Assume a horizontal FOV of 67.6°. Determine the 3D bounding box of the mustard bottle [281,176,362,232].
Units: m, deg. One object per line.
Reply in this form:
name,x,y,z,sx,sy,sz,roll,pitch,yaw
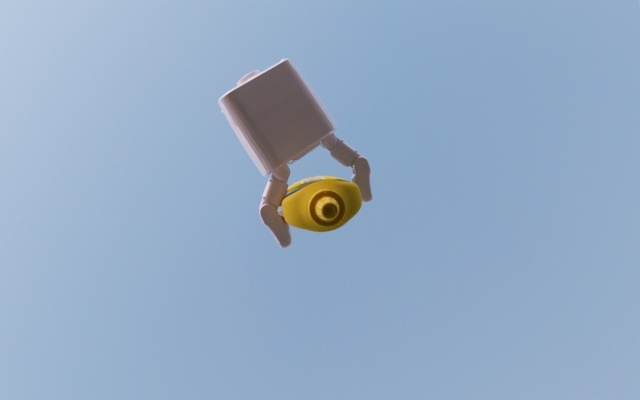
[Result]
mustard bottle,0.000,0.002,0.586,0.096,0.058,0.191,-11,5,-5
